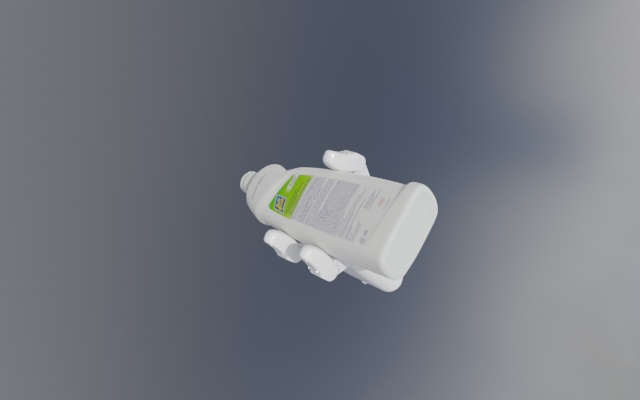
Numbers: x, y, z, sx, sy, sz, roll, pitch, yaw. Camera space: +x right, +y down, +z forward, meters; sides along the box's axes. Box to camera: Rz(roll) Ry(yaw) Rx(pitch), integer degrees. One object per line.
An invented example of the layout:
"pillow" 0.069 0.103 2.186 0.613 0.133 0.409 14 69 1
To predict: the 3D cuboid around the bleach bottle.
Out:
"bleach bottle" 0.000 0.002 0.553 0.250 0.102 0.068 20 -16 40
